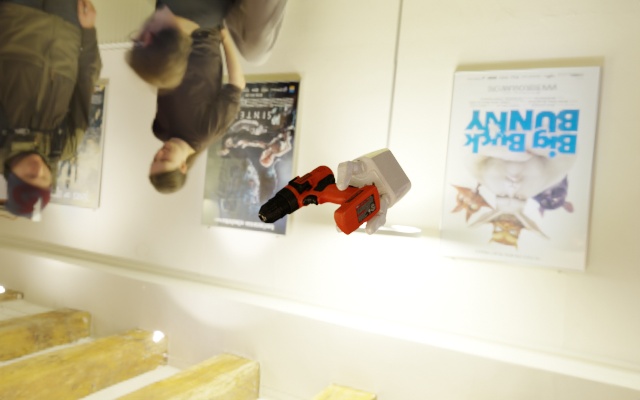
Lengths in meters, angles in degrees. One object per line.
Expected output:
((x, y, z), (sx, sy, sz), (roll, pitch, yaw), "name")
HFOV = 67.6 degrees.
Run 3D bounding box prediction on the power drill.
((0.001, 0.003, 0.880), (0.187, 0.057, 0.184), (20, 47, 43), "power drill")
